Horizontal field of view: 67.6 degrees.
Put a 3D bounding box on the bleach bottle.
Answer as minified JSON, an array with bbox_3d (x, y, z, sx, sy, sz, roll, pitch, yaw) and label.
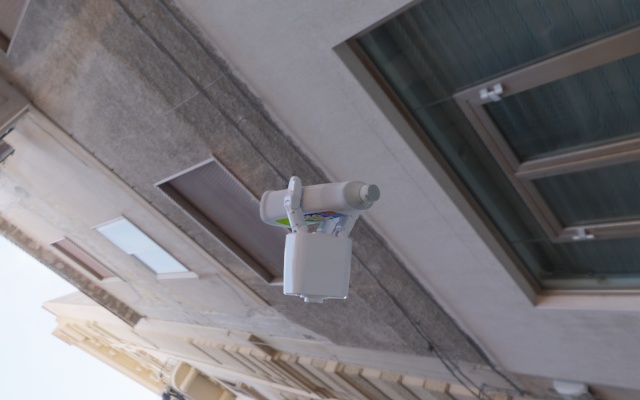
[{"bbox_3d":[0.000,0.003,0.859,0.102,0.068,0.251,14,-17,-38],"label":"bleach bottle"}]
